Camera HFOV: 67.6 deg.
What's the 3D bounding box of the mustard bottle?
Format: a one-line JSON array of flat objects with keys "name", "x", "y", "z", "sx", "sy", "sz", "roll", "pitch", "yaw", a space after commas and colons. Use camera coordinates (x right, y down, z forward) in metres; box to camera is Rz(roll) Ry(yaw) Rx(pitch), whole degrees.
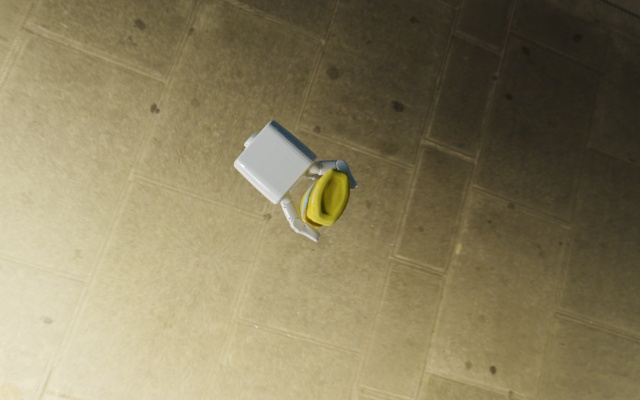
[{"name": "mustard bottle", "x": 0.000, "y": 0.003, "z": 0.889, "sx": 0.058, "sy": 0.096, "sz": 0.191, "roll": 17, "pitch": -10, "yaw": -10}]
